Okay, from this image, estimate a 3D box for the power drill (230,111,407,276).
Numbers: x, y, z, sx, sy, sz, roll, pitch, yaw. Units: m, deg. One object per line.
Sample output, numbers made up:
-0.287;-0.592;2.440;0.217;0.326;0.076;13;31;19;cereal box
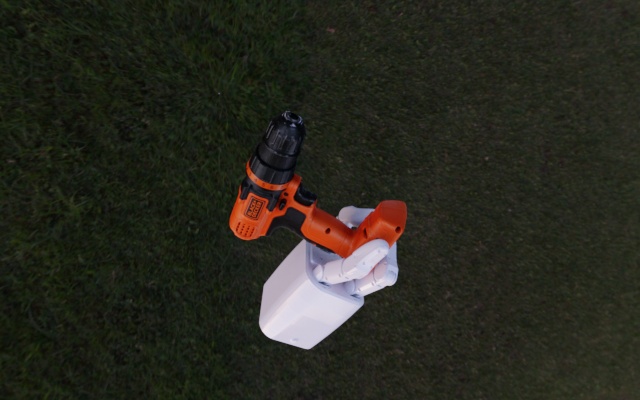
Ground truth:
0.000;0.002;0.550;0.187;0.057;0.184;24;-48;-6;power drill
